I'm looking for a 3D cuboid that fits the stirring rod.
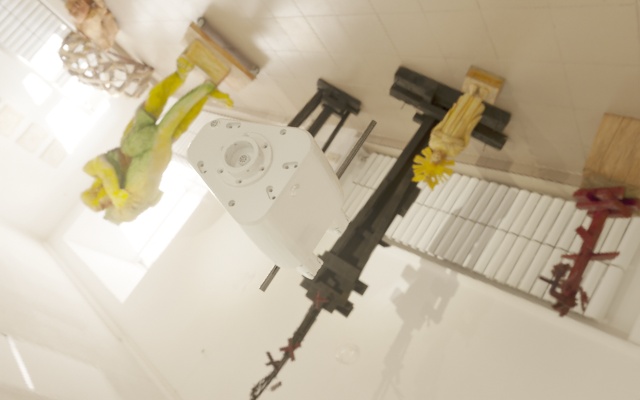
[{"bbox_3d":[0.000,0.002,0.553,0.011,0.239,0.011,32,-13,8],"label":"stirring rod"}]
